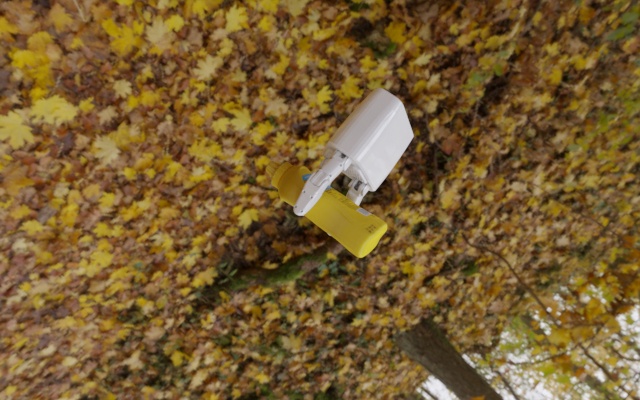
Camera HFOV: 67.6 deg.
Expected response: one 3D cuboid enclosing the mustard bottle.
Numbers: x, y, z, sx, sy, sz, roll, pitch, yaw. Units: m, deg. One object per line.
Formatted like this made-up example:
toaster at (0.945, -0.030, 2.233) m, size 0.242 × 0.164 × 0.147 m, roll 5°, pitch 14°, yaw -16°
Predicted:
mustard bottle at (0.000, 0.003, 0.677) m, size 0.191 × 0.058 × 0.096 m, roll 36°, pitch 16°, yaw 15°
